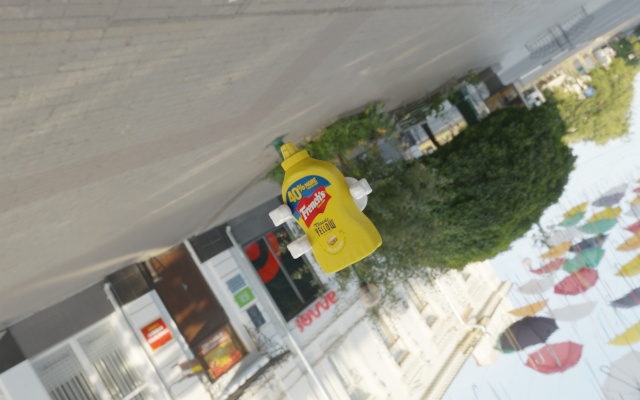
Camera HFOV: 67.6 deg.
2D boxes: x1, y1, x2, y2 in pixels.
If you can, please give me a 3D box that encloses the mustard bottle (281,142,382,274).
[{"bbox_3d":[0.000,0.002,0.676,0.096,0.191,0.058,-31,-1,32],"label":"mustard bottle"}]
